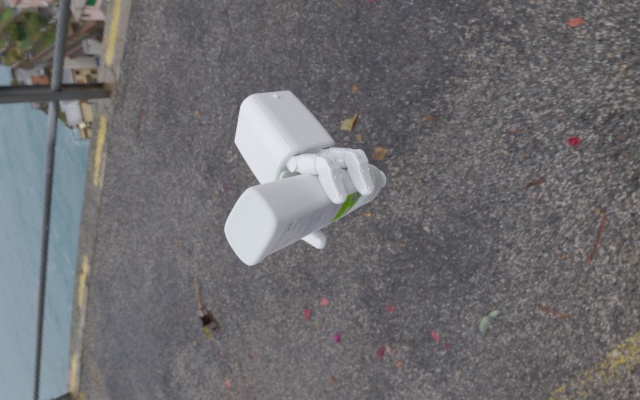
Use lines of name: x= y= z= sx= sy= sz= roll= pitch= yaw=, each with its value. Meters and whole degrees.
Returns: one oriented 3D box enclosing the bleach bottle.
bleach bottle: x=0.000 y=0.002 z=0.637 sx=0.251 sy=0.068 sz=0.103 roll=-19 pitch=-26 yaw=-45
